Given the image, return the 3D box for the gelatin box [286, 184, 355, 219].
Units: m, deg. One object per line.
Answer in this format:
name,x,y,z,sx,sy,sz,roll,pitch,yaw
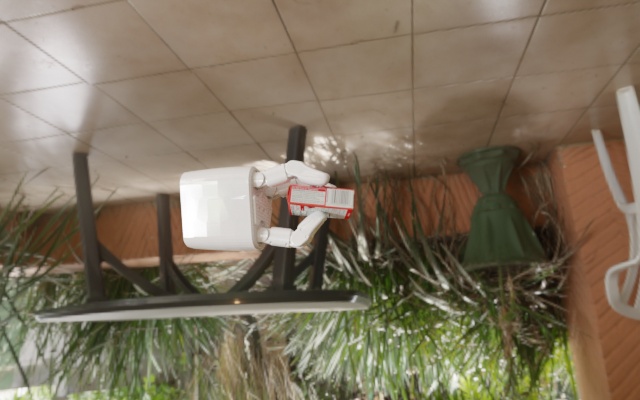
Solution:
gelatin box,0.000,0.003,0.655,0.089,0.030,0.073,5,-13,0
